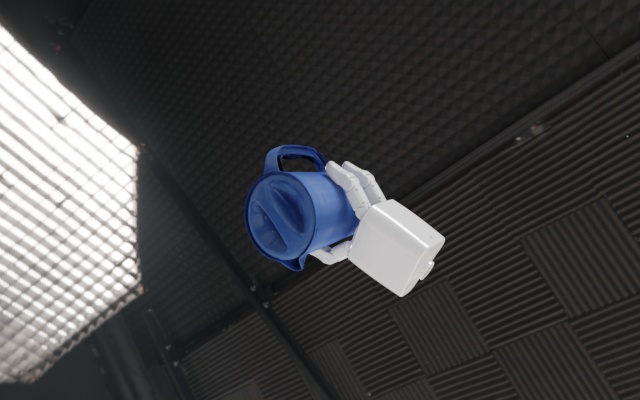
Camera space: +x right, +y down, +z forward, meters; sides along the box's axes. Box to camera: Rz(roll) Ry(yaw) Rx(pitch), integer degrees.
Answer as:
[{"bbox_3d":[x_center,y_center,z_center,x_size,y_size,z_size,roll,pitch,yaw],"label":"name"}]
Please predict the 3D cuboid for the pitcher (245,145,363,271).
[{"bbox_3d":[0.000,0.003,0.785,0.145,0.149,0.243,36,24,25],"label":"pitcher"}]
